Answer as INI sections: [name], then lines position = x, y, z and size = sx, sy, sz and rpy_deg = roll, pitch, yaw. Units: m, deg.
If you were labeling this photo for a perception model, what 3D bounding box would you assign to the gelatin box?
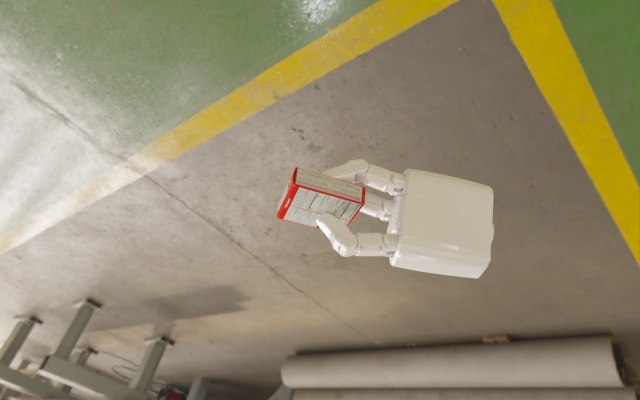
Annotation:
[gelatin box]
position = 0.000, 0.002, 0.573
size = 0.089, 0.030, 0.073
rpy_deg = 14, -37, -13
